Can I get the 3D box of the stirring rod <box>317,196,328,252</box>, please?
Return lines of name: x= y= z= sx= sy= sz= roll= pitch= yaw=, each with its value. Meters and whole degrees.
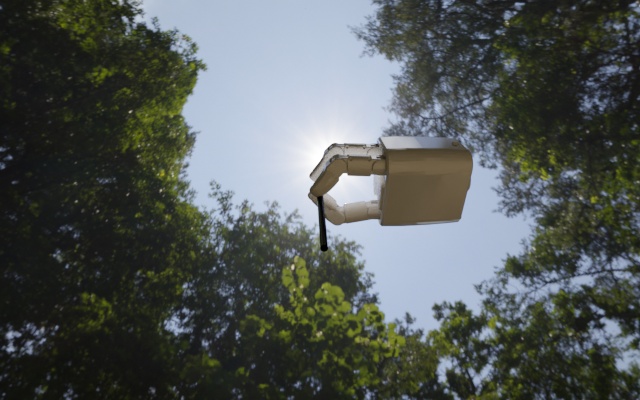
stirring rod: x=0.000 y=0.002 z=0.578 sx=0.011 sy=0.011 sz=0.239 roll=0 pitch=22 yaw=-2
